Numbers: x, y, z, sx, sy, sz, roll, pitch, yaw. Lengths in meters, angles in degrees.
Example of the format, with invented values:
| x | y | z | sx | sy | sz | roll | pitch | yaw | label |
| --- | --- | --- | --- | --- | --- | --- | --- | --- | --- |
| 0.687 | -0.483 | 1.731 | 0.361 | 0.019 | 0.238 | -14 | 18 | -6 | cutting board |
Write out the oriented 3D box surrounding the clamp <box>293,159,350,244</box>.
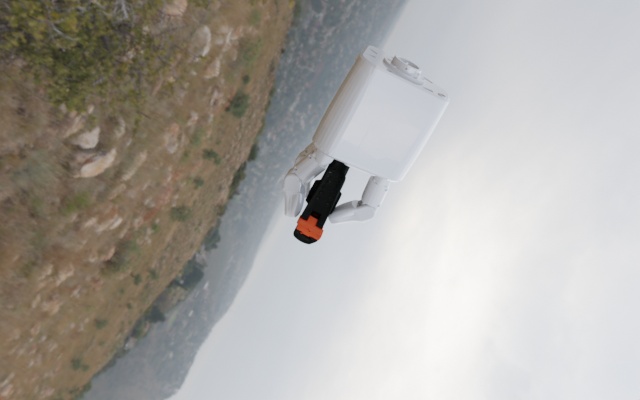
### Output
| x | y | z | sx | sy | sz | roll | pitch | yaw | label |
| --- | --- | --- | --- | --- | --- | --- | --- | --- | --- |
| 0.001 | 0.002 | 0.577 | 0.036 | 0.165 | 0.210 | 27 | 28 | -1 | clamp |
